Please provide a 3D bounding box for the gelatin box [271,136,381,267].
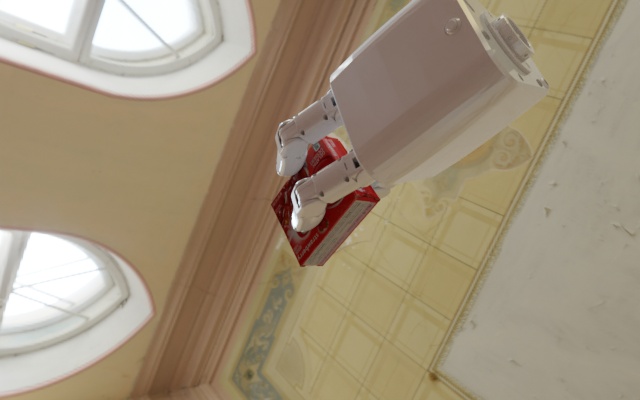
[{"bbox_3d":[0.000,0.002,0.409,0.030,0.073,0.089,6,-47,-41],"label":"gelatin box"}]
